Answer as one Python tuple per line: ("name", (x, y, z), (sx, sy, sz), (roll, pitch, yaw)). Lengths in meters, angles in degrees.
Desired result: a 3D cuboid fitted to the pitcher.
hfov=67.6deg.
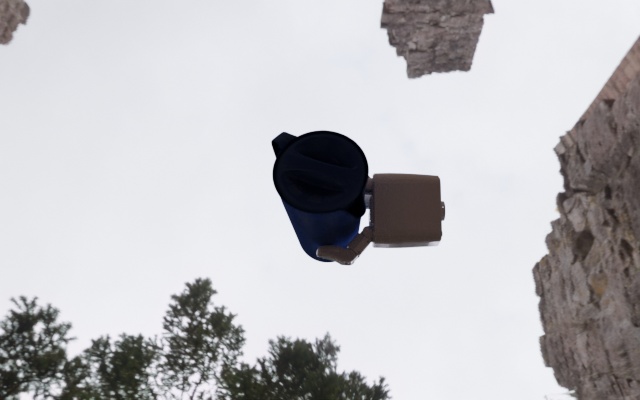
("pitcher", (0.000, 0.003, 0.758), (0.145, 0.149, 0.243), (0, -27, 4))
